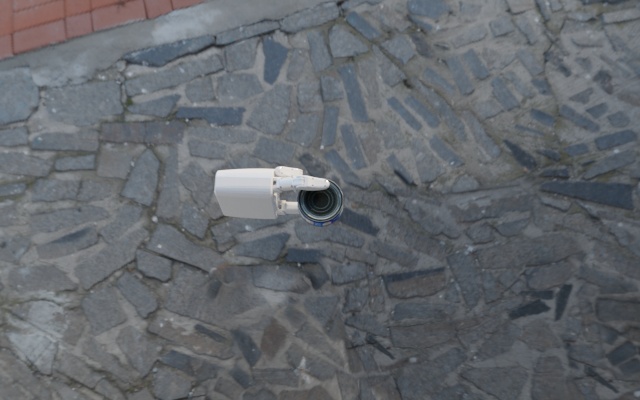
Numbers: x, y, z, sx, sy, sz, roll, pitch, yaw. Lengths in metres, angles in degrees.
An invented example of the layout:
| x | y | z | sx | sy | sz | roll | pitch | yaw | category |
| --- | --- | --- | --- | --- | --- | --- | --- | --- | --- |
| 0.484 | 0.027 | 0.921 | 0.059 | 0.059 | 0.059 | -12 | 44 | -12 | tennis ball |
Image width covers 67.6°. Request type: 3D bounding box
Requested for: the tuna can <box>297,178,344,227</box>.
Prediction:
| x | y | z | sx | sy | sz | roll | pitch | yaw | category |
| --- | --- | --- | --- | --- | --- | --- | --- | --- | --- |
| 0.000 | 0.003 | 0.873 | 0.086 | 0.086 | 0.034 | 0 | -16 | -1 | tuna can |
